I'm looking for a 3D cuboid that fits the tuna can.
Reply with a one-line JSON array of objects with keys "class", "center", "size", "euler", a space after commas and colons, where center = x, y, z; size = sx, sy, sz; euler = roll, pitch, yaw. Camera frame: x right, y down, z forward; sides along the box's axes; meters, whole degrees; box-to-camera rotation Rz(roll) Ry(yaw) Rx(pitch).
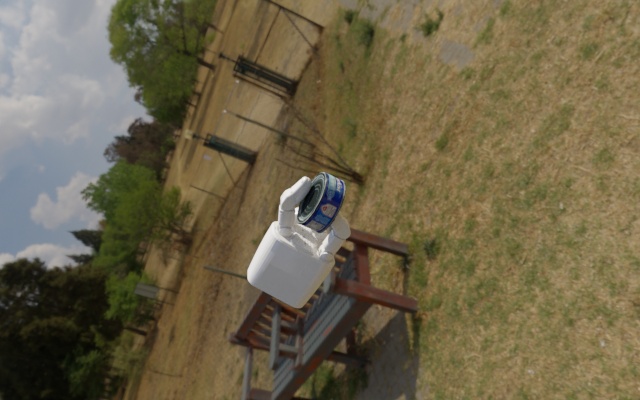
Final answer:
[{"class": "tuna can", "center": [0.000, 0.002, 0.701], "size": [0.034, 0.086, 0.086], "euler": [26, -9, -19]}]
